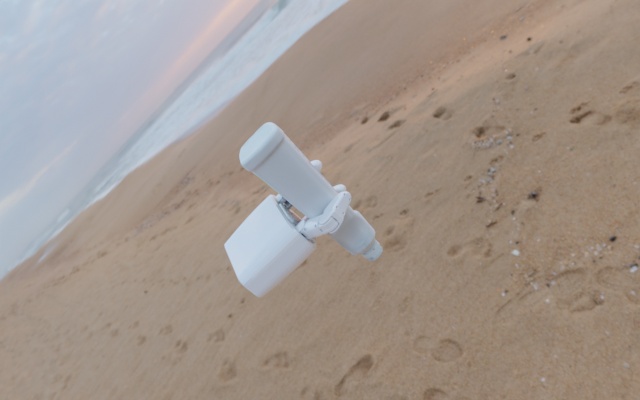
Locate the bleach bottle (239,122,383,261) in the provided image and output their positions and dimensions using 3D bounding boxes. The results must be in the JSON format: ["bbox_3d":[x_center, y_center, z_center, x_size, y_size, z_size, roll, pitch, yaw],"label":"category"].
[{"bbox_3d":[0.000,0.002,0.667,0.251,0.068,0.102,44,4,-21],"label":"bleach bottle"}]
